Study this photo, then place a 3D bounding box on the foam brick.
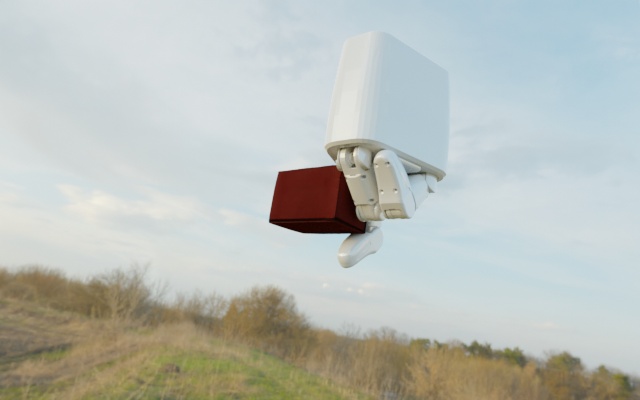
[{"bbox_3d":[0.000,0.002,0.447,0.078,0.051,0.053,-3,-17,36],"label":"foam brick"}]
